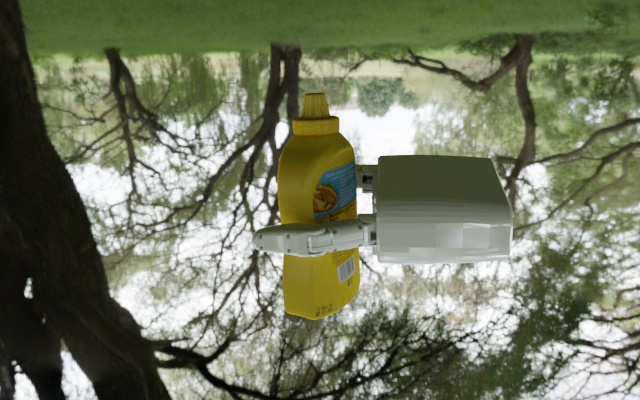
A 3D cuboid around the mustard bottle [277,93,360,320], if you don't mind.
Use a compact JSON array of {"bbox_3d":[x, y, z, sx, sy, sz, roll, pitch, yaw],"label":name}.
[{"bbox_3d":[0.000,0.002,0.430,0.058,0.192,0.096,7,19,31],"label":"mustard bottle"}]
